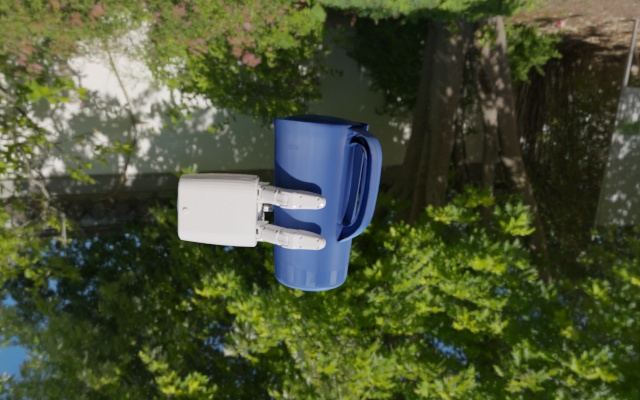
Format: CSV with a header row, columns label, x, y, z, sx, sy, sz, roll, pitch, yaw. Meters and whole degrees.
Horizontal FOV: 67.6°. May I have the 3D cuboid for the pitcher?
label,x,y,z,sx,sy,sz,roll,pitch,yaw
pitcher,0.000,0.002,0.680,0.145,0.243,0.149,3,12,-2
